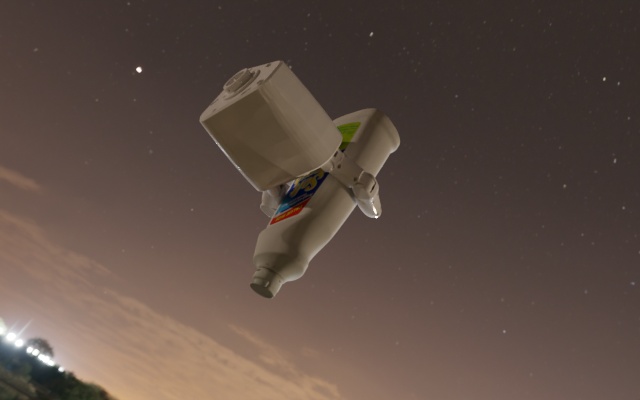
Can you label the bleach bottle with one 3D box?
[{"bbox_3d":[0.000,0.002,0.553,0.102,0.250,0.068,-8,-49,46],"label":"bleach bottle"}]
